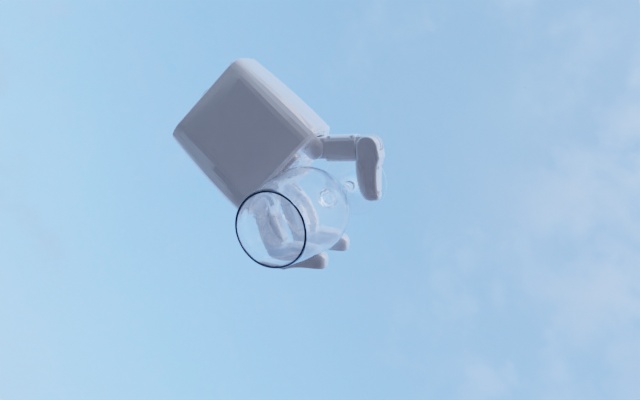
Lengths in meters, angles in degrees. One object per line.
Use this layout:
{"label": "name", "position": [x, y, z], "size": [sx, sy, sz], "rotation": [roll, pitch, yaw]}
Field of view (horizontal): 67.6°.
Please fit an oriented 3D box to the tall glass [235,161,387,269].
{"label": "tall glass", "position": [0.000, 0.001, 0.448], "size": [0.079, 0.079, 0.201], "rotation": [0, 12, 23]}
